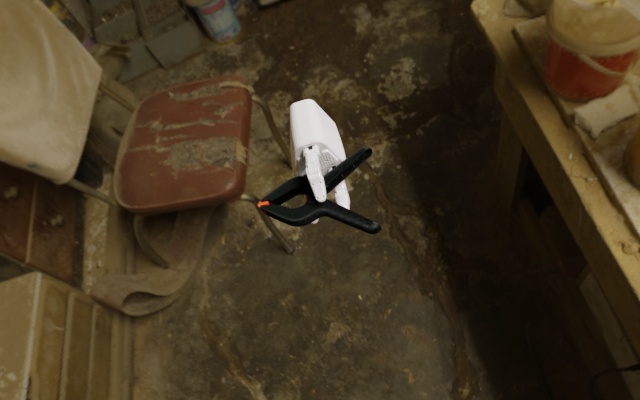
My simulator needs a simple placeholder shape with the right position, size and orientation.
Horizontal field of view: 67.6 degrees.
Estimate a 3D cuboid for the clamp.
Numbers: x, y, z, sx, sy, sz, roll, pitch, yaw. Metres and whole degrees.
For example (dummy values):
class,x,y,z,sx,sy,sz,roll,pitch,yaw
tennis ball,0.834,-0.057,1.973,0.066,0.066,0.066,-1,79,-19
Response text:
class,x,y,z,sx,sy,sz,roll,pitch,yaw
clamp,-0.001,0.002,0.793,0.210,0.164,0.036,-16,-34,8
